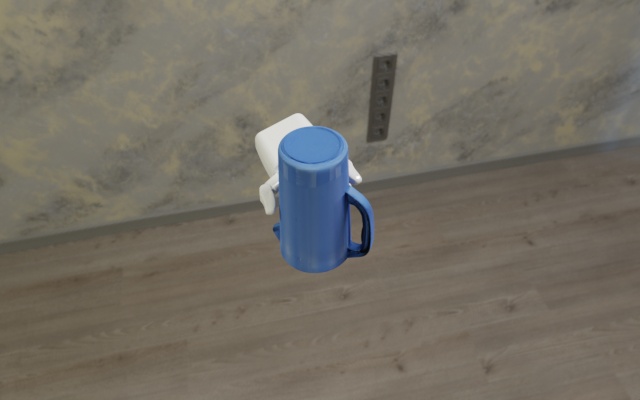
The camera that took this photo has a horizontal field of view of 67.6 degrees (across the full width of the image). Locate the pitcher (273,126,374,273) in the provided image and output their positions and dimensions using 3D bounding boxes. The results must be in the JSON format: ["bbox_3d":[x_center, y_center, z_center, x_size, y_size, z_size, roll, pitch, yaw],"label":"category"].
[{"bbox_3d":[0.000,0.003,0.802,0.149,0.243,0.145,-17,47,-16],"label":"pitcher"}]
